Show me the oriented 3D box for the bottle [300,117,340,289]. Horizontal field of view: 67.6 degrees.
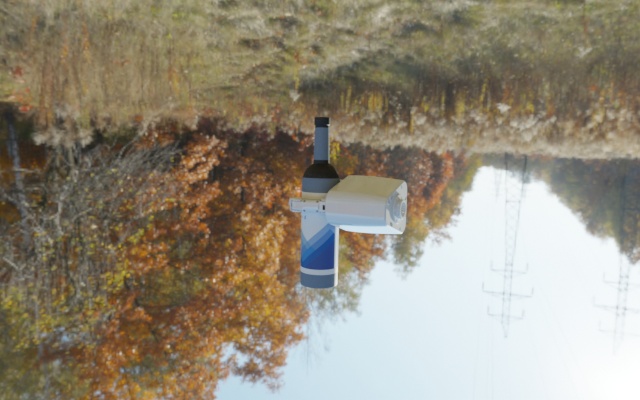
[{"bbox_3d":[0.000,0.003,0.842,0.069,0.296,0.069,1,6,0],"label":"bottle"}]
